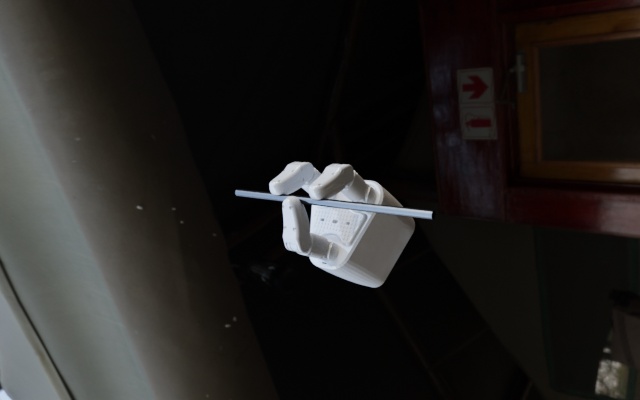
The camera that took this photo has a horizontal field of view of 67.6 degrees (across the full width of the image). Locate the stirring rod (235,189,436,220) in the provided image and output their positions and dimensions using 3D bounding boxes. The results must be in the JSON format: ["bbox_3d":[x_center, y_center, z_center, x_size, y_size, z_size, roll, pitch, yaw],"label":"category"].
[{"bbox_3d":[0.000,0.002,0.473,0.239,0.011,0.011,6,4,38],"label":"stirring rod"}]
